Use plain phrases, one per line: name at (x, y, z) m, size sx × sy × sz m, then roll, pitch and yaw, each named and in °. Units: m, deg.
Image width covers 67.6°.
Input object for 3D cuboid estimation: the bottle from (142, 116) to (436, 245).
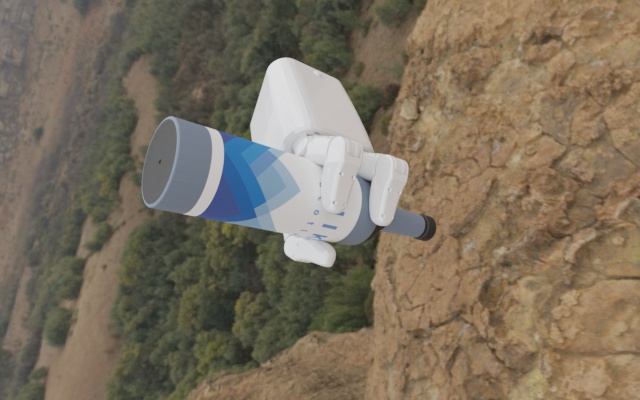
bottle at (0.000, 0.001, 0.424) m, size 0.296 × 0.069 × 0.069 m, roll 14°, pitch -9°, yaw -37°
